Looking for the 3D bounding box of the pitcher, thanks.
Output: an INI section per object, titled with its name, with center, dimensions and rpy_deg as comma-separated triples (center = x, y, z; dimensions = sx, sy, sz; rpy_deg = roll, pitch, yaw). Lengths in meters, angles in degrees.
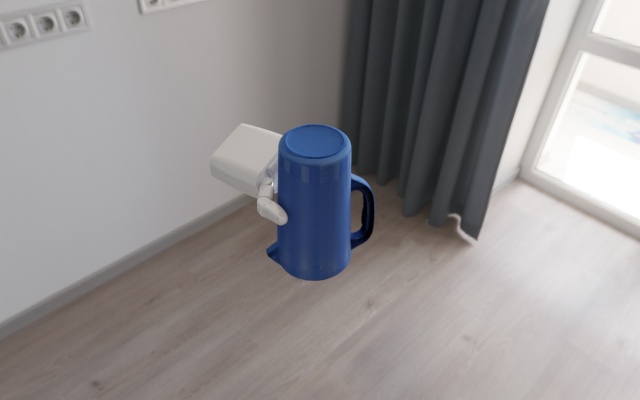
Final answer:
[pitcher]
center = 0.000, 0.003, 0.775
dimensions = 0.145, 0.243, 0.149
rpy_deg = 23, 45, 23
